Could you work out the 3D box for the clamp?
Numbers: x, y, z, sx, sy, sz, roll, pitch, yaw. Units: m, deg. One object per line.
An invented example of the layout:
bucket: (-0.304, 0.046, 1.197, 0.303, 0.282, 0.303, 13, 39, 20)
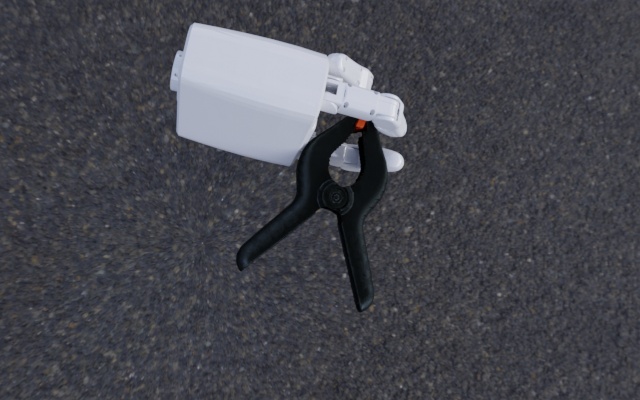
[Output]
clamp: (0.000, 0.001, 0.407, 0.120, 0.171, 0.039, 12, -8, -13)
